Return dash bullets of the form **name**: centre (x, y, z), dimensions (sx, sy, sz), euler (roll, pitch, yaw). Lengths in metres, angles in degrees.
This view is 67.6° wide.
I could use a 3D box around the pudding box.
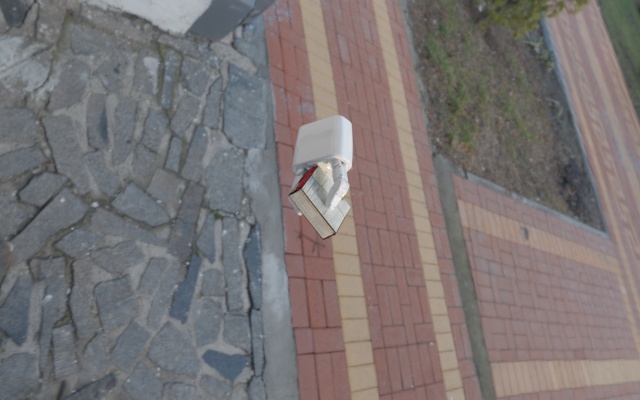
- **pudding box**: centre (0.000, 0.003, 0.896), dimensions (0.039, 0.113, 0.090), euler (-28, 18, 37)
